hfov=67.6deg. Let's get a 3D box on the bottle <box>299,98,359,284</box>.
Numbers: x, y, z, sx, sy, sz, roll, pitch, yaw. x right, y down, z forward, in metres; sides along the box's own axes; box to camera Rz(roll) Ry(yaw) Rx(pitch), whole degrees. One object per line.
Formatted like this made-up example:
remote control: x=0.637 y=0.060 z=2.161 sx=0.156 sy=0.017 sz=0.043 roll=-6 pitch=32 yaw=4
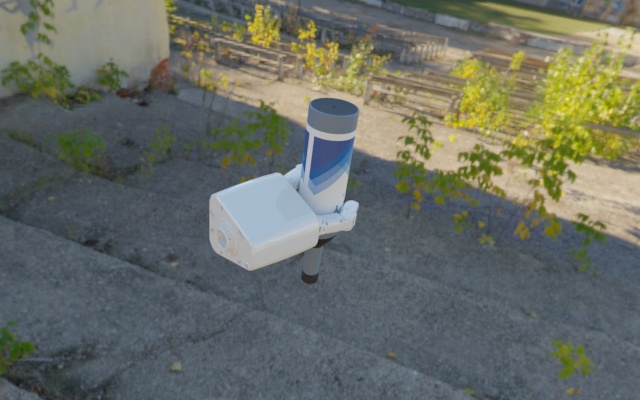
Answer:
bottle: x=0.000 y=0.002 z=0.696 sx=0.069 sy=0.296 sz=0.069 roll=6 pitch=32 yaw=-4
